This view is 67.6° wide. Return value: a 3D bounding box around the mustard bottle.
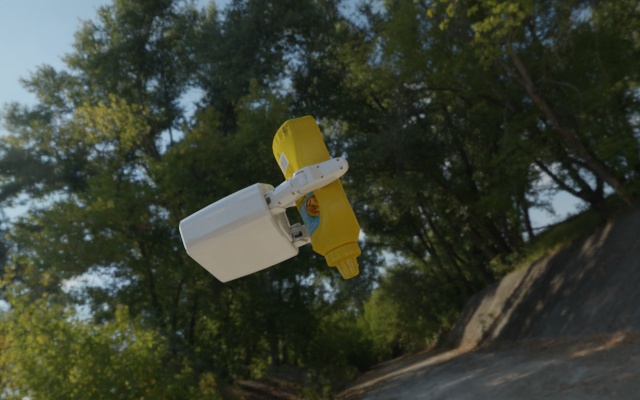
[{"bbox_3d":[0.000,0.002,0.569,0.058,0.191,0.096,-16,-19,-20],"label":"mustard bottle"}]
